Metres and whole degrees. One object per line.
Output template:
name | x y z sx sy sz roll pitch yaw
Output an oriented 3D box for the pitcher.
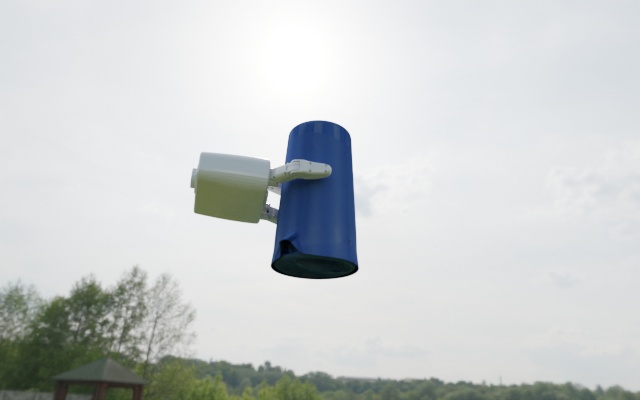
pitcher | 0.000 0.002 0.772 0.145 0.242 0.149 7 -24 -10
